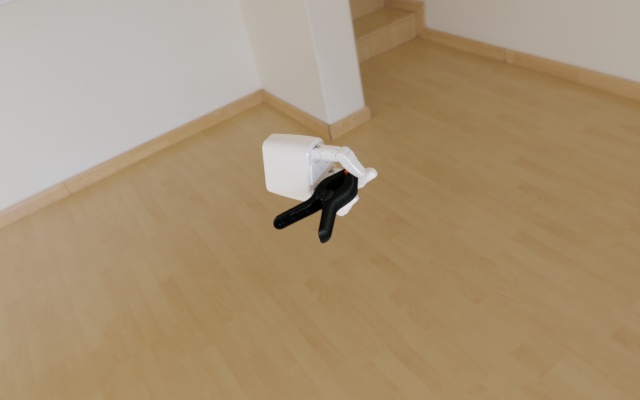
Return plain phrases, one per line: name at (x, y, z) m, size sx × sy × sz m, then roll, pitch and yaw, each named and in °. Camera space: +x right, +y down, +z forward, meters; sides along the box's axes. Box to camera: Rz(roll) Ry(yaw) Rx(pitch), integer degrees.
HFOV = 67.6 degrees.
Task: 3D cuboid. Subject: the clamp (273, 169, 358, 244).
clamp at (0.000, 0.002, 0.809) m, size 0.120 × 0.039 × 0.171 m, roll 10°, pitch 44°, yaw 32°
